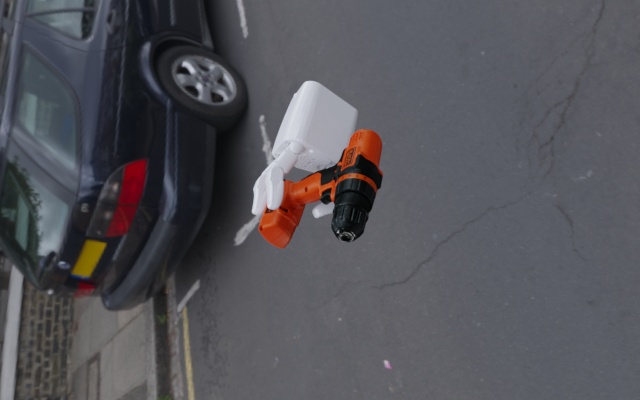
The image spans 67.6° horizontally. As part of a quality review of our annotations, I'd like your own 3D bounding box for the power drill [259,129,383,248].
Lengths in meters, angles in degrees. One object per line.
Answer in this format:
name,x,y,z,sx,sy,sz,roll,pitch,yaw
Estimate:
power drill,0.000,0.002,0.651,0.188,0.184,0.057,-25,-57,37
